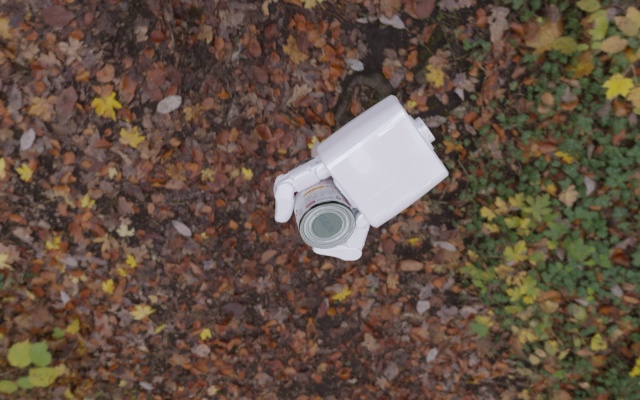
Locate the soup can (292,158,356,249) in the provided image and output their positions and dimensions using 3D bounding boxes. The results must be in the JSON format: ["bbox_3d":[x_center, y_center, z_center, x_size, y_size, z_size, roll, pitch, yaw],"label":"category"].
[{"bbox_3d":[0.000,0.002,0.578,0.068,0.068,0.102,0,34,-12],"label":"soup can"}]
